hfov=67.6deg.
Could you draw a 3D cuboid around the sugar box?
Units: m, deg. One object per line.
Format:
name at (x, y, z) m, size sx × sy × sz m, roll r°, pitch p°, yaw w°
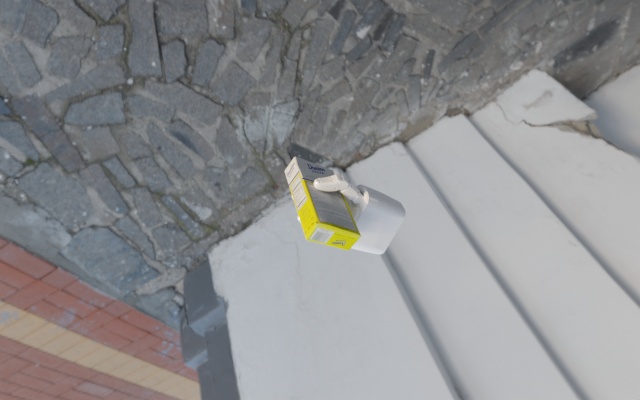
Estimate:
sugar box at (0.000, 0.003, 0.843) m, size 0.093 × 0.048 × 0.176 m, roll 18°, pitch 32°, yaw -32°
